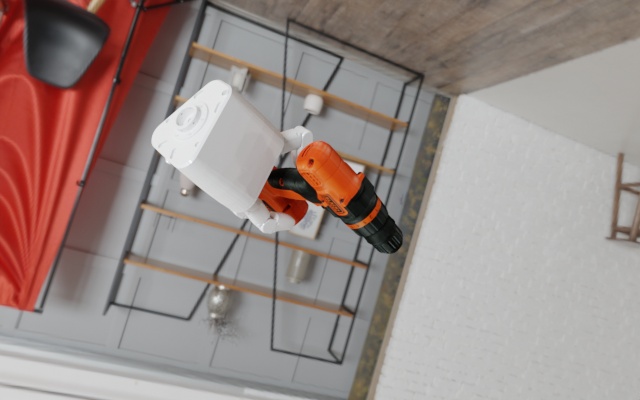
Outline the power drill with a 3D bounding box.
[{"bbox_3d":[0.000,0.002,0.626,0.187,0.057,0.184,-2,-43,51],"label":"power drill"}]
